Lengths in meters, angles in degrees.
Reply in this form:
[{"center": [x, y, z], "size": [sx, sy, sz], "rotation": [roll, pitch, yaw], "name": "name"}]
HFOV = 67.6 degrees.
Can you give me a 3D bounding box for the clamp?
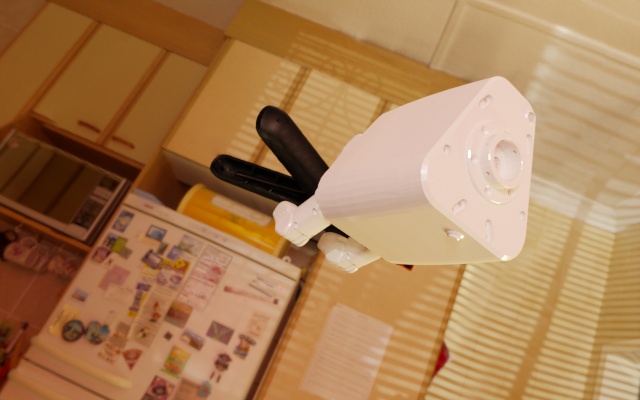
[{"center": [0.001, 0.001, 0.430], "size": [0.210, 0.036, 0.164], "rotation": [35, -20, -23], "name": "clamp"}]
